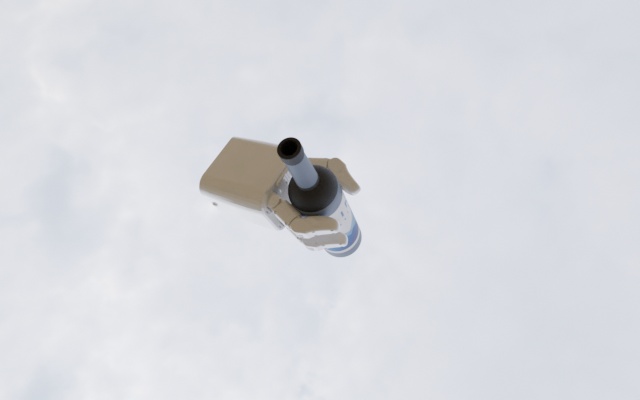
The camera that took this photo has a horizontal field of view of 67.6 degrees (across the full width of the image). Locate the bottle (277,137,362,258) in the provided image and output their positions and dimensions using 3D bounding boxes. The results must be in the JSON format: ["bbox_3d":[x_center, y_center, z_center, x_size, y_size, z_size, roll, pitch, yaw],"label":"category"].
[{"bbox_3d":[0.000,0.002,0.637,0.069,0.069,0.296,0,-23,14],"label":"bottle"}]
